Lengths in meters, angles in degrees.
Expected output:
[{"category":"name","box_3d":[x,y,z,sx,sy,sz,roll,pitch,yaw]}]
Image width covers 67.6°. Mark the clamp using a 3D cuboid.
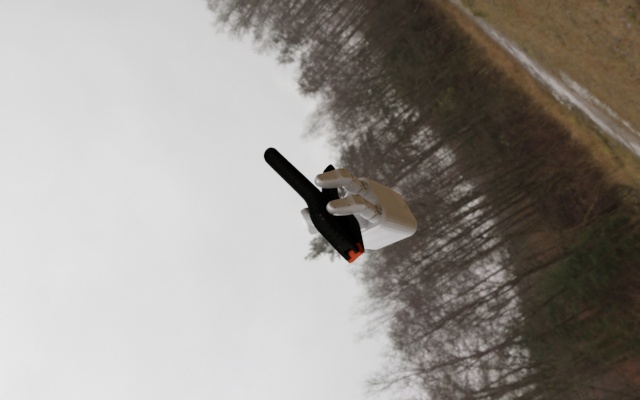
[{"category":"clamp","box_3d":[0.000,0.003,0.741,0.164,0.209,0.036,16,-52,-45]}]
